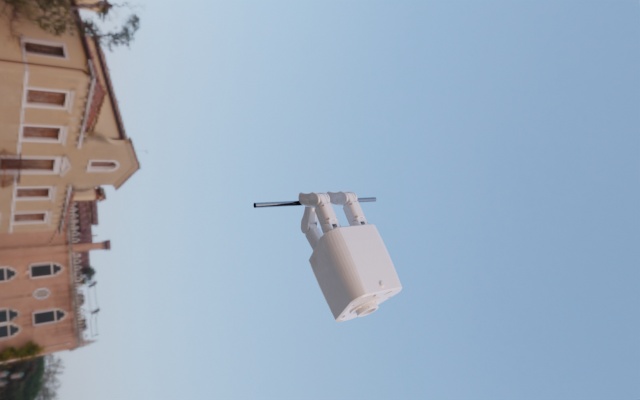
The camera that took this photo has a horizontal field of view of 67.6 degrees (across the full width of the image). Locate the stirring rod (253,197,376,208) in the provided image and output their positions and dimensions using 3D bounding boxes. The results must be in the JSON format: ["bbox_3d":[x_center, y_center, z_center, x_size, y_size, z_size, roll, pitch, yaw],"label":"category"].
[{"bbox_3d":[0.000,0.003,0.763,0.239,0.011,0.011,-3,2,-38],"label":"stirring rod"}]
